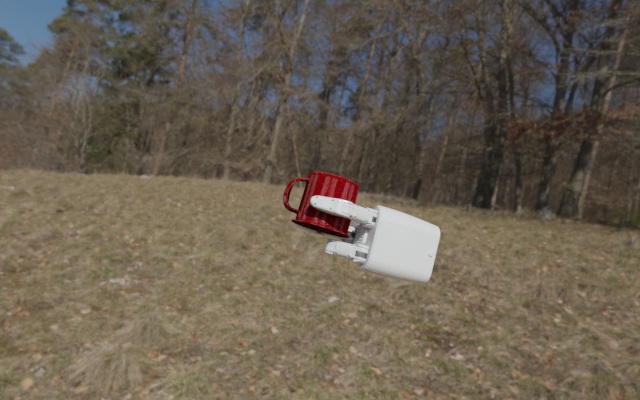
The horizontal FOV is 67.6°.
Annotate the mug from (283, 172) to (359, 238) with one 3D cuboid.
[{"bbox_3d":[-0.001,0.002,0.729,0.117,0.081,0.093,18,-8,-15],"label":"mug"}]
